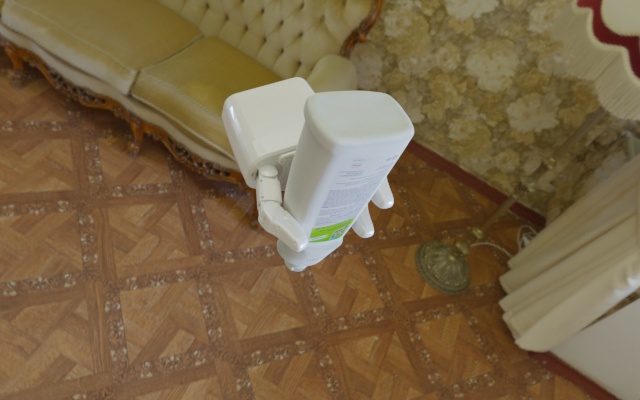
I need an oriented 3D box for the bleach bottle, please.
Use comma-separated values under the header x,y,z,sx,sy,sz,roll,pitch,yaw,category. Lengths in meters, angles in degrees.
x,y,z,sx,sy,sz,roll,pitch,yaw,category
0.000,0.002,0.504,0.102,0.068,0.251,-9,-34,-29,bleach bottle
